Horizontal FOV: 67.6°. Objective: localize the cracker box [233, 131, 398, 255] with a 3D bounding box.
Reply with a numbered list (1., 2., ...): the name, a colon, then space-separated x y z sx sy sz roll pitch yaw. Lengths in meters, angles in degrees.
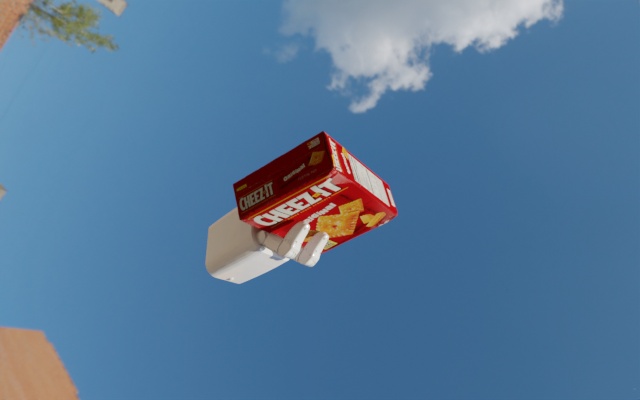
1. cracker box: 0.000 0.002 0.733 0.164 0.072 0.214 -28 -31 22
